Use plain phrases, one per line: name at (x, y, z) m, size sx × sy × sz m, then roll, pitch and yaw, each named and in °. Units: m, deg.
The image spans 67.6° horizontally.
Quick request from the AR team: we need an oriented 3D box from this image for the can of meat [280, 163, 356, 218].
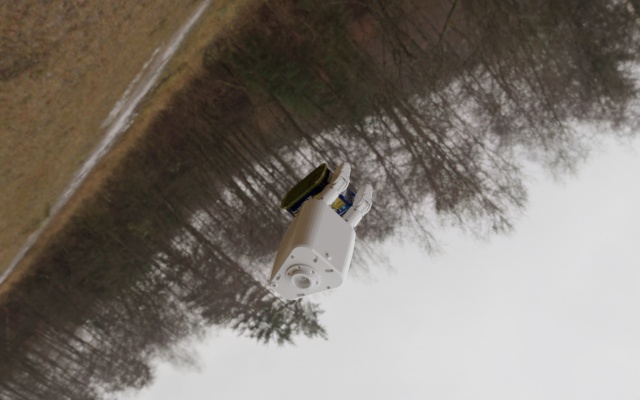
can of meat at (0.000, 0.003, 0.783) m, size 0.102 × 0.084 × 0.057 m, roll -38°, pitch 20°, yaw 27°
